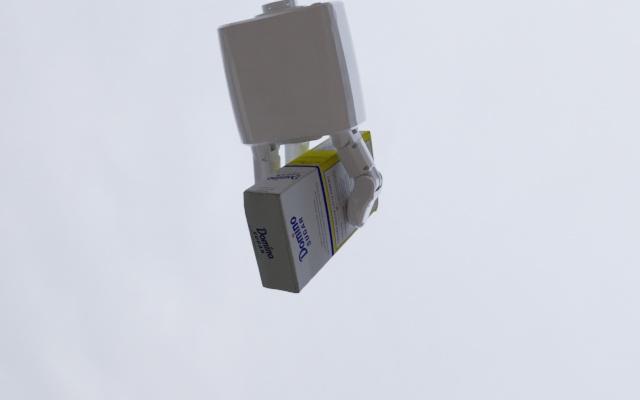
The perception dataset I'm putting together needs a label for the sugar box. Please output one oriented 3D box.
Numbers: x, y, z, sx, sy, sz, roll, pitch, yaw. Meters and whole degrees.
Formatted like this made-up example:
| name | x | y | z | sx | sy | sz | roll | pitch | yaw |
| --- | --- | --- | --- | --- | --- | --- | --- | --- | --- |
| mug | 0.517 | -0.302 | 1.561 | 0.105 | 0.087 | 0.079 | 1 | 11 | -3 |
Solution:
| name | x | y | z | sx | sy | sz | roll | pitch | yaw |
| --- | --- | --- | --- | --- | --- | --- | --- | --- | --- |
| sugar box | 0.000 | 0.001 | 0.456 | 0.048 | 0.093 | 0.176 | 5 | 25 | 32 |
